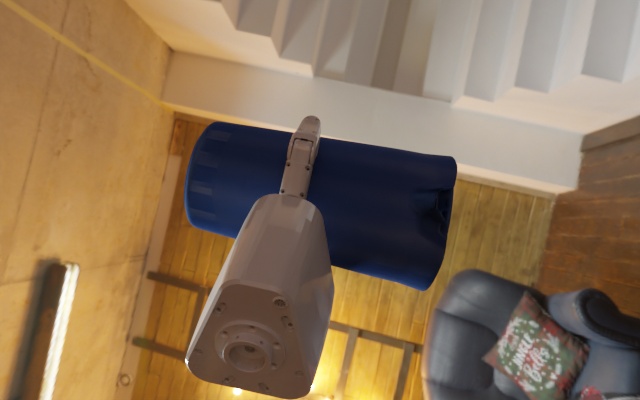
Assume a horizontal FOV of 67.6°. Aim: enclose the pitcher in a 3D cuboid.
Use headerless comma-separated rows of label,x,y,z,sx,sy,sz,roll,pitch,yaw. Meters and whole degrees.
pitcher,0.000,0.002,0.477,0.243,0.149,0.145,12,33,2
